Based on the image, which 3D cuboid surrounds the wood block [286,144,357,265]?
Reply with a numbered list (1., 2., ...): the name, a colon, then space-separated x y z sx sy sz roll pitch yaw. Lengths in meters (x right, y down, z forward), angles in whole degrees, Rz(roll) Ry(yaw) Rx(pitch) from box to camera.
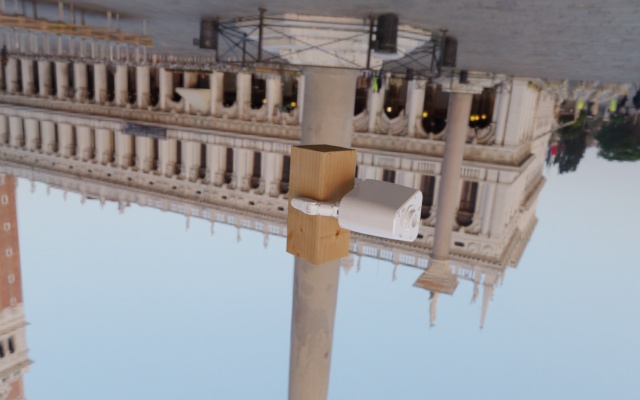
1. wood block: 0.000 0.003 0.896 0.091 0.206 0.090 -9 18 -43
